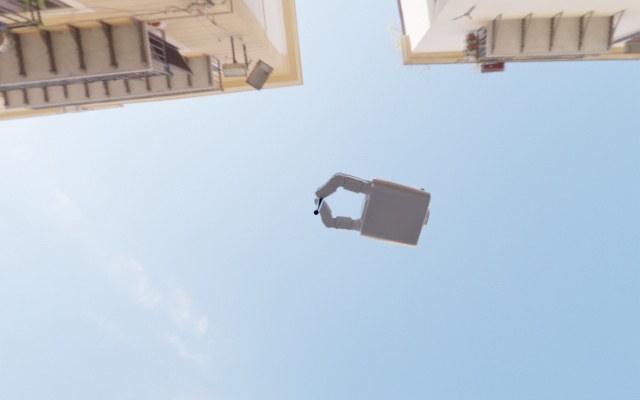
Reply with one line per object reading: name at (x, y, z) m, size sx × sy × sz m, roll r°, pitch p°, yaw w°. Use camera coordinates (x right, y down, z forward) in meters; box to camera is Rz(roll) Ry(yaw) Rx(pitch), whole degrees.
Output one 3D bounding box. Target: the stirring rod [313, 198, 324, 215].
stirring rod at (0.000, 0.003, 0.804) m, size 0.011 × 0.011 × 0.239 m, roll 0°, pitch 7°, yaw 3°
